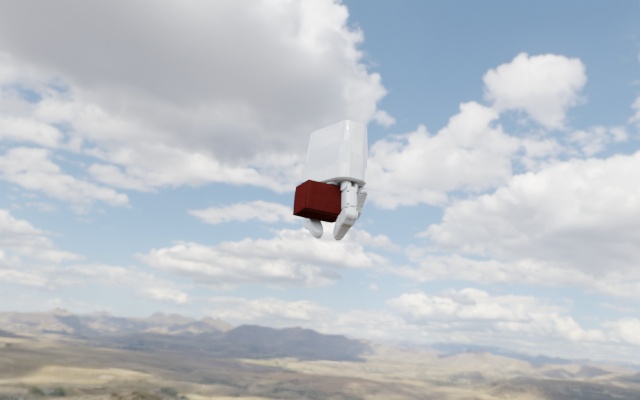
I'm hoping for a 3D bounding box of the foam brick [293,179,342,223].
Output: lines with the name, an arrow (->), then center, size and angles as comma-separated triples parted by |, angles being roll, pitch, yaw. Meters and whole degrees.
foam brick -> 0.000, 0.003, 0.788 | 0.078, 0.051, 0.053 | 12, -18, -25
